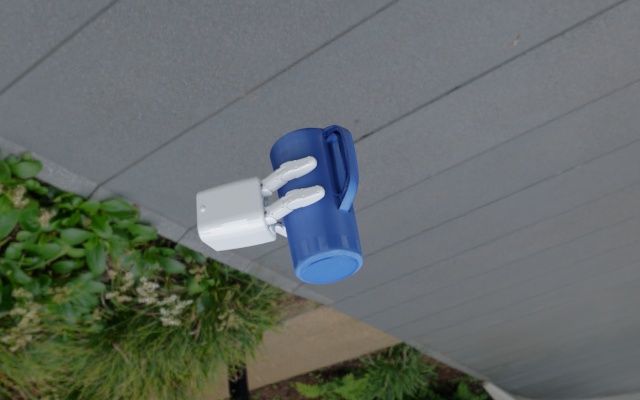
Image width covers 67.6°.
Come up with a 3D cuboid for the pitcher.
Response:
[{"bbox_3d":[0.000,0.003,0.786,0.145,0.242,0.149,-12,-33,1],"label":"pitcher"}]
